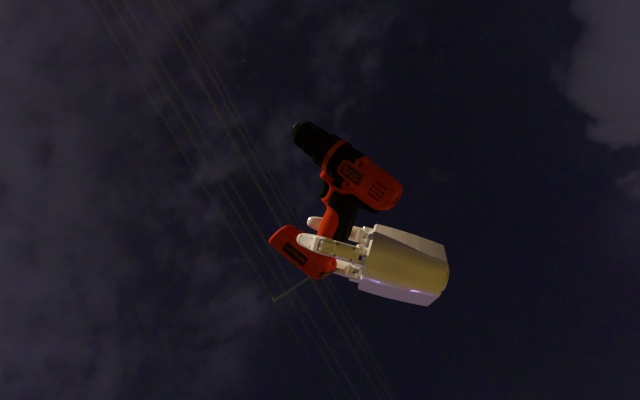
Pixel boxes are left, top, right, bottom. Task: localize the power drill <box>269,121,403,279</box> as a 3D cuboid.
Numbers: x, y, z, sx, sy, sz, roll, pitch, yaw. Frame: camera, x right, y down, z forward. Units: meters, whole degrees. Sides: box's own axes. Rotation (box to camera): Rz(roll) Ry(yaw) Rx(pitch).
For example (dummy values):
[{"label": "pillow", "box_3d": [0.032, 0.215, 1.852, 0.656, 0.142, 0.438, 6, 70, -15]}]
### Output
[{"label": "power drill", "box_3d": [0.000, 0.003, 0.682, 0.184, 0.188, 0.057, 38, 23, 21]}]
